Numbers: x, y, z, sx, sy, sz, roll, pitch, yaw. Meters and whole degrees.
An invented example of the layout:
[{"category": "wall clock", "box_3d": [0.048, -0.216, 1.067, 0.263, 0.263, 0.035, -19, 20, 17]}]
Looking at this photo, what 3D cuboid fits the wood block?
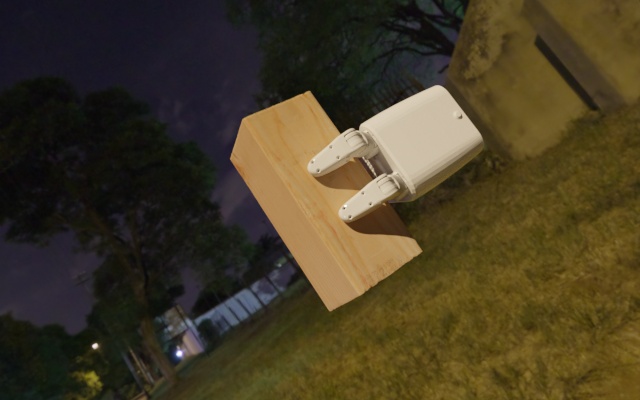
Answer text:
[{"category": "wood block", "box_3d": [0.000, 0.002, 0.512, 0.090, 0.206, 0.091, -29, -11, -27]}]
